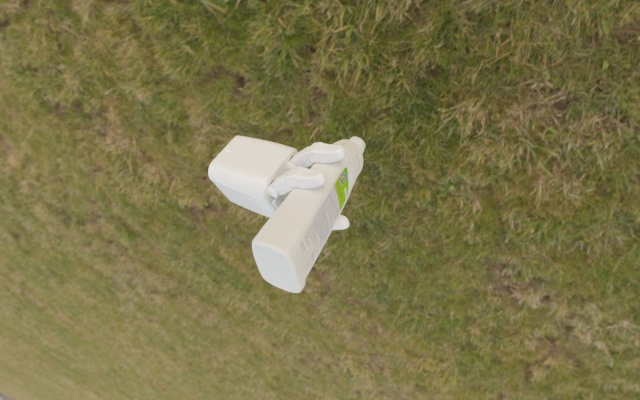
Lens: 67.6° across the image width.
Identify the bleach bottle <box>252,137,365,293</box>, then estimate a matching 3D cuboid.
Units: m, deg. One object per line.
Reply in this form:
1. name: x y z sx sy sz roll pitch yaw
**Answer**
1. bleach bottle: 0.000 0.002 0.681 0.068 0.103 0.250 17 52 23
